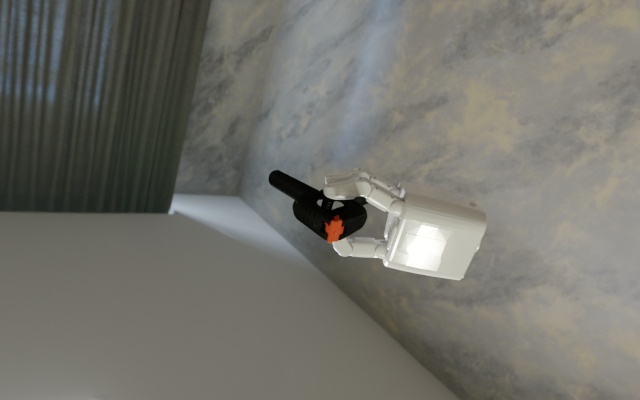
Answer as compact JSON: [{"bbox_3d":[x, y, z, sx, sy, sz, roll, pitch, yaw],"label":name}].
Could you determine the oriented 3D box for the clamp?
[{"bbox_3d":[0.000,0.003,0.635,0.164,0.036,0.210,10,17,0],"label":"clamp"}]
